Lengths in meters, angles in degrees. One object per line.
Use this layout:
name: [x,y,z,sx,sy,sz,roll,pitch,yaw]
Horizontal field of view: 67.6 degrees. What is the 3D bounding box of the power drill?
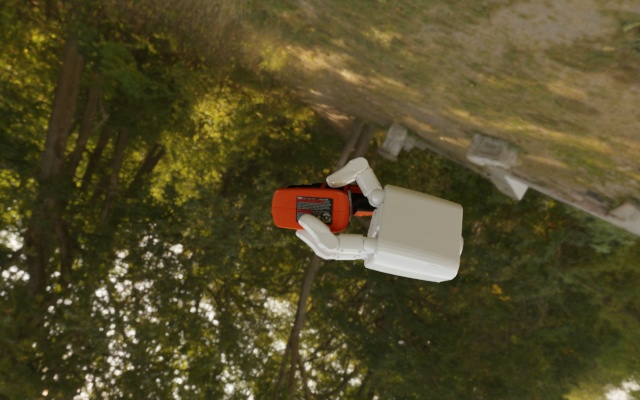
power drill: [0.000,0.002,0.707,0.184,0.057,0.187,1,7,19]
